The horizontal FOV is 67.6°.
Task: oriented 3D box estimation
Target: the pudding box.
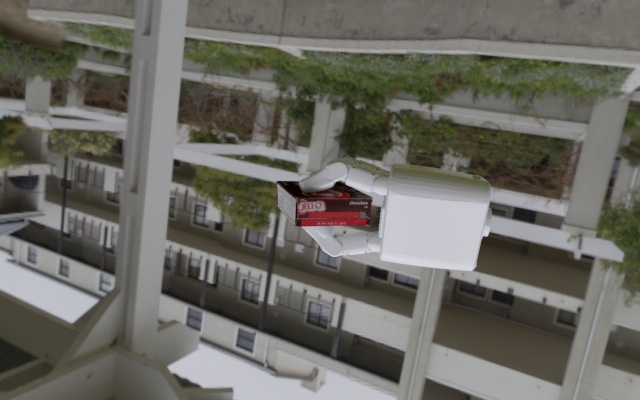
[{"bbox_3d":[0.000,0.002,0.575,0.090,0.039,0.113,1,9,-17],"label":"pudding box"}]
